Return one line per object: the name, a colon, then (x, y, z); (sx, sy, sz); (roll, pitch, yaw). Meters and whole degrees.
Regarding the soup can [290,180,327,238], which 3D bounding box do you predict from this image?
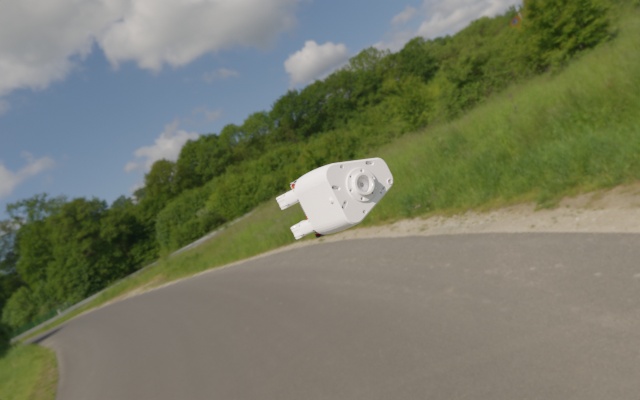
soup can: (0.000, 0.002, 0.801); (0.068, 0.102, 0.068); (-27, 3, 1)
